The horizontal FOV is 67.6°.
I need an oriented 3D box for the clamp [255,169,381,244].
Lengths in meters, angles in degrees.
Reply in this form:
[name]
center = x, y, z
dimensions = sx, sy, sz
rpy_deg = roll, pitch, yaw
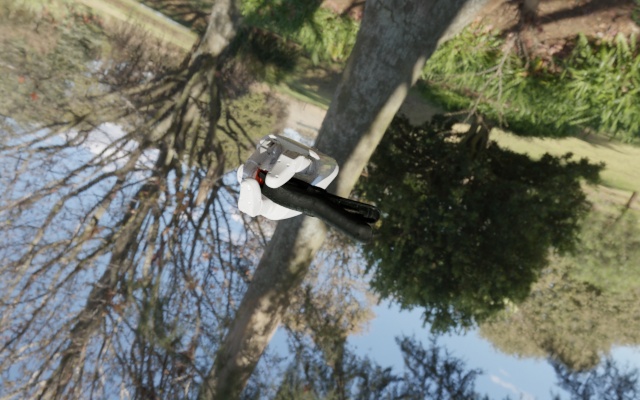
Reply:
[clamp]
center = 0.000, 0.002, 0.606
dimensions = 0.171, 0.039, 0.120
rpy_deg = 27, 10, 15
